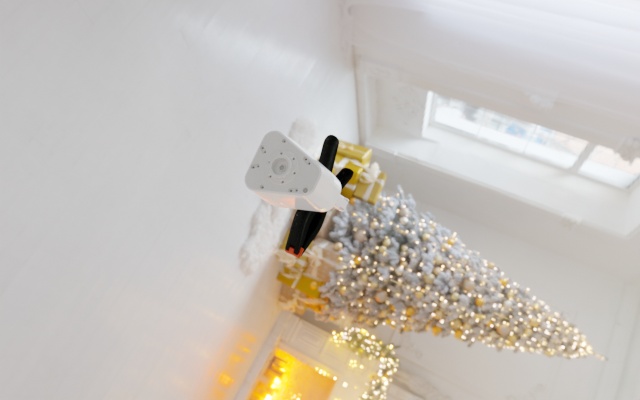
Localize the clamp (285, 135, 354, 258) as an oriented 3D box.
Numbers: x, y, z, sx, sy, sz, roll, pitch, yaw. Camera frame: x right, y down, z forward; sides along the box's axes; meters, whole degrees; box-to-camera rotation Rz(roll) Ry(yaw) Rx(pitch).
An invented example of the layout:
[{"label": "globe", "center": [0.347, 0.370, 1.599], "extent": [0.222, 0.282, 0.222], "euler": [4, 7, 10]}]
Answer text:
[{"label": "clamp", "center": [0.001, 0.004, 0.847], "extent": [0.036, 0.210, 0.164], "euler": [23, -4, 21]}]
